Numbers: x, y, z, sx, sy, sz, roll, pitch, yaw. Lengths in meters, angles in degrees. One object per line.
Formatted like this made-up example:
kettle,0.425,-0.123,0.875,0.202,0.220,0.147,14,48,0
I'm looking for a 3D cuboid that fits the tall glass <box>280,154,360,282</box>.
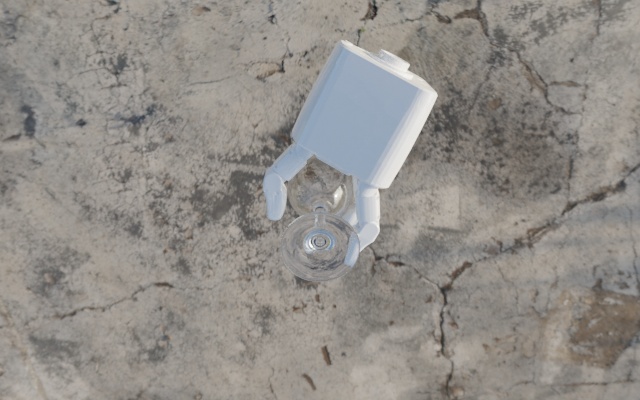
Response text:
tall glass,0.000,0.002,0.528,0.079,0.079,0.201,0,25,0
